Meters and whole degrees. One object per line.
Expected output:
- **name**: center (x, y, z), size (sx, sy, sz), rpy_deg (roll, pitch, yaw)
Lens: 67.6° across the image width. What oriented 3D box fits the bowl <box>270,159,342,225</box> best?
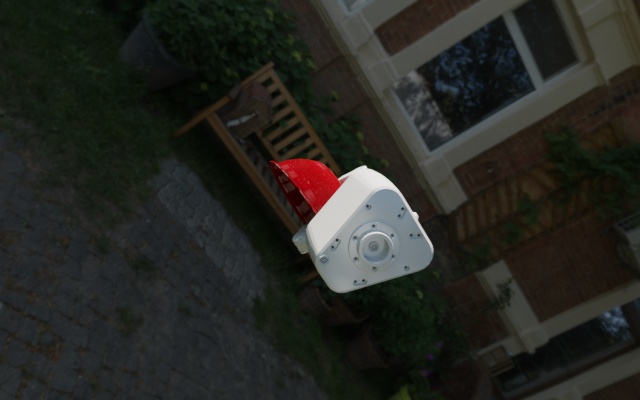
- **bowl**: center (0.000, 0.001, 0.631), size (0.055, 0.162, 0.162), rpy_deg (-35, 7, -10)
